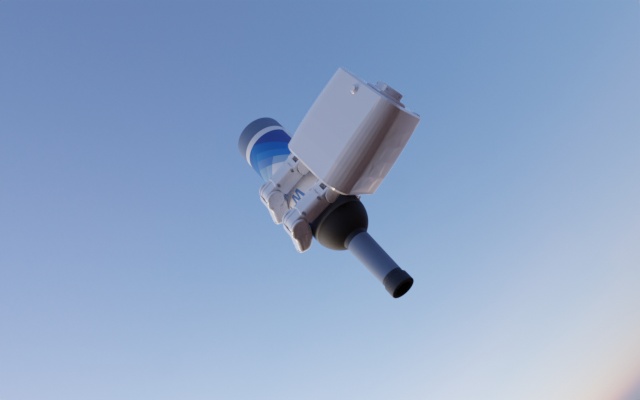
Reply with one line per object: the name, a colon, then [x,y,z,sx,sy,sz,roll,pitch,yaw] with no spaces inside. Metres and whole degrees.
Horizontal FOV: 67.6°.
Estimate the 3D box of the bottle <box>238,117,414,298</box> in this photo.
bottle: [0.000,0.002,0.556,0.069,0.069,0.295,0,35,-43]
